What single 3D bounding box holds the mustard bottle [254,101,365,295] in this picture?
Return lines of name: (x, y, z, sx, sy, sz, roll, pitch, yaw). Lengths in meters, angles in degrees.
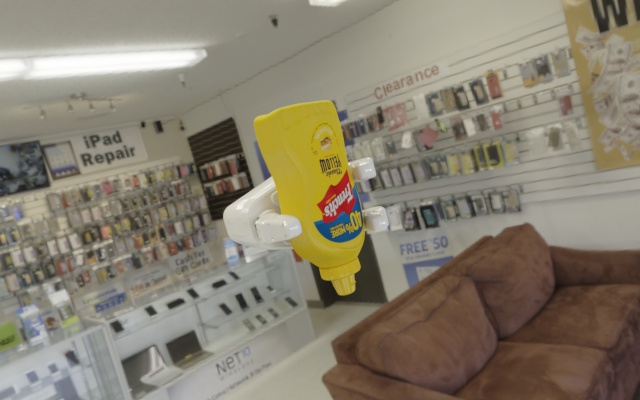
mustard bottle: (0.000, 0.001, 0.474, 0.058, 0.191, 0.096, -11, 7, 37)
